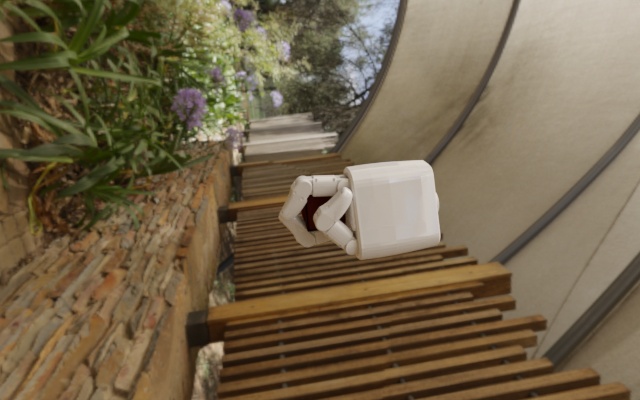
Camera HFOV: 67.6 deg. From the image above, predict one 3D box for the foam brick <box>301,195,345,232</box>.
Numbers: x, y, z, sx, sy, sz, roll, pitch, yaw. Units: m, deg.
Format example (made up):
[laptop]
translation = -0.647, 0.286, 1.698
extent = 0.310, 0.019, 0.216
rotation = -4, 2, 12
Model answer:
[foam brick]
translation = 0.000, 0.002, 0.647
extent = 0.051, 0.053, 0.078
rotation = -8, 21, -7
